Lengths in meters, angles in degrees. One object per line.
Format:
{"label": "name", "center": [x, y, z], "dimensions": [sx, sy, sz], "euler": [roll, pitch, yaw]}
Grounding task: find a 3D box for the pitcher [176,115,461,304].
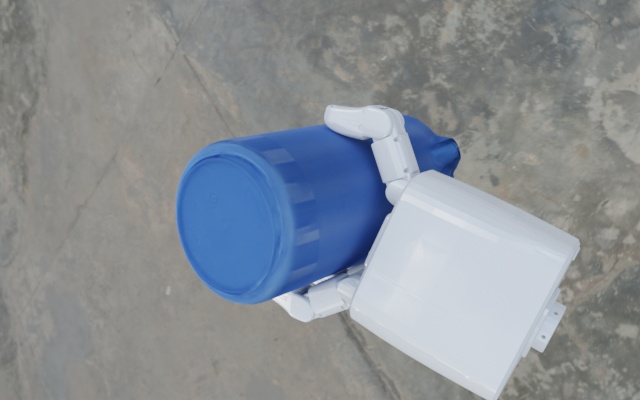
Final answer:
{"label": "pitcher", "center": [0.000, 0.001, 0.403], "dimensions": [0.145, 0.149, 0.243], "euler": [29, 25, 28]}
